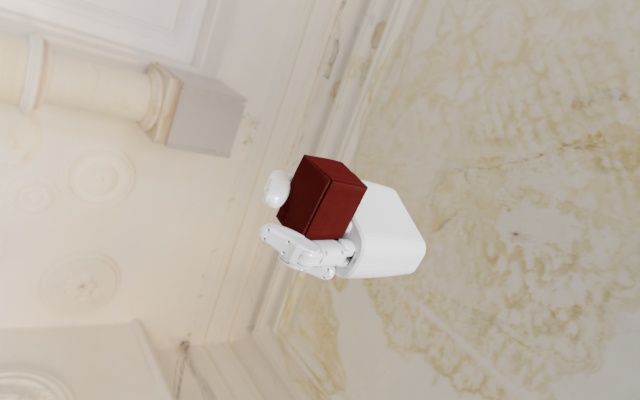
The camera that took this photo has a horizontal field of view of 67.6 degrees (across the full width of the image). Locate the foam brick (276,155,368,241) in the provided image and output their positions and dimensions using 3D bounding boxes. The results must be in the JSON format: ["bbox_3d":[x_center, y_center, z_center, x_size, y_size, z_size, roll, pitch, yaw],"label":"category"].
[{"bbox_3d":[0.000,0.001,0.478,0.051,0.078,0.053,6,30,-39],"label":"foam brick"}]
